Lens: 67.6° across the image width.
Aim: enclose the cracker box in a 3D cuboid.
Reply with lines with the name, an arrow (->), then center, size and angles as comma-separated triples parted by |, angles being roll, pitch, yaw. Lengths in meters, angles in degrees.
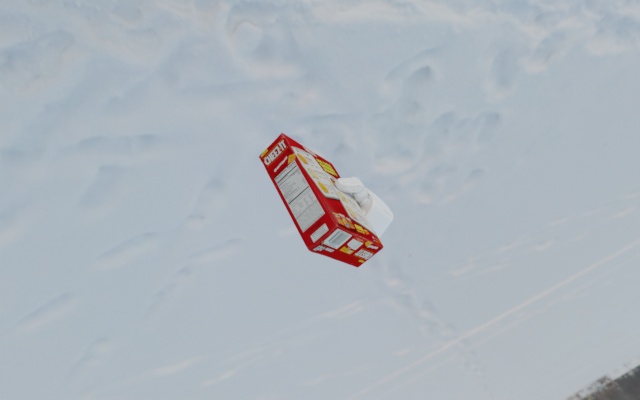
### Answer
cracker box -> 0.000, 0.003, 0.828 | 0.072, 0.213, 0.164 | -41, -34, 16
